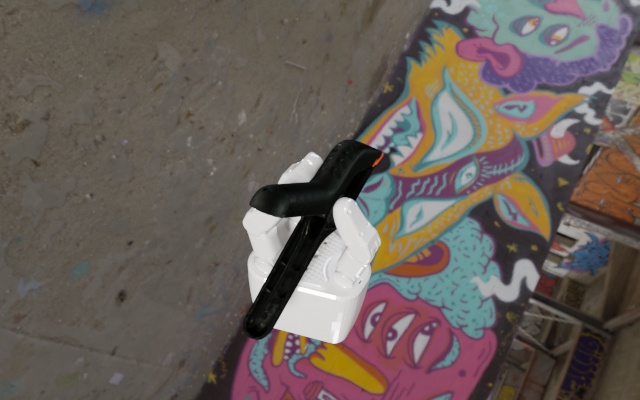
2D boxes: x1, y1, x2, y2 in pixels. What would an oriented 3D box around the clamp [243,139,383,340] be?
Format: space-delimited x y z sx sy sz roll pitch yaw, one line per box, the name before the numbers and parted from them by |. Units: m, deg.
clamp | 0.001 0.002 0.406 0.036 0.165 0.210 28 53 15
